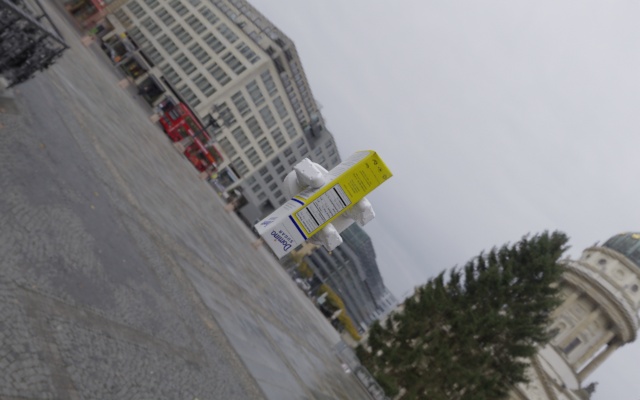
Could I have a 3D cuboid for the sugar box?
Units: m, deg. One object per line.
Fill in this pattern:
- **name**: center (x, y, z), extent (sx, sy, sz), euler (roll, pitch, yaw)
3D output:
- **sugar box**: center (0.000, 0.002, 0.614), extent (0.176, 0.048, 0.093), euler (-38, 11, -6)
